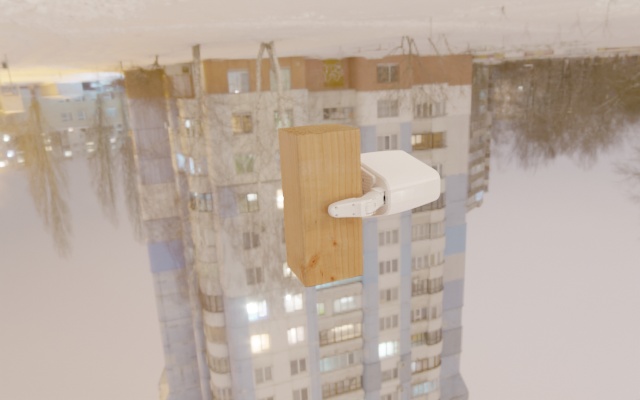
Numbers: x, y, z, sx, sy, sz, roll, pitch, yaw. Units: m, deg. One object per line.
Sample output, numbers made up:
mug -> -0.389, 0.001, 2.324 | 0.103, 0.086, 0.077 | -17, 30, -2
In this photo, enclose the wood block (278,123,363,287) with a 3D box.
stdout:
wood block -> 0.001, 0.002, 0.668 | 0.090, 0.206, 0.091 | -9, 16, -20
